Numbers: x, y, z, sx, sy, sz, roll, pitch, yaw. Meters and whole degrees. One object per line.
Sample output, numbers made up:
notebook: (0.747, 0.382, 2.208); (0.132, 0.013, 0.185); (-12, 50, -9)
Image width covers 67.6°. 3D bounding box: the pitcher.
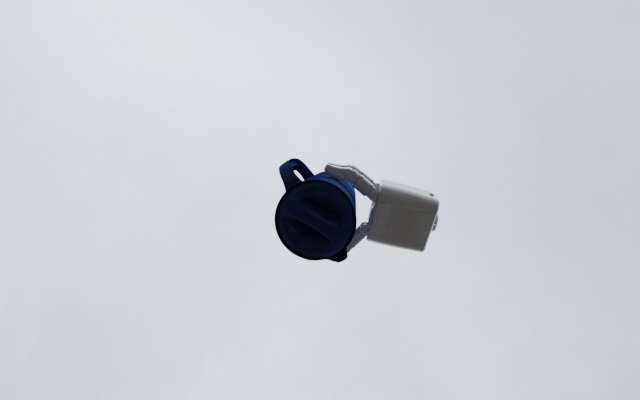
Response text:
pitcher: (0.000, 0.003, 0.871); (0.145, 0.149, 0.243); (12, 12, 4)
